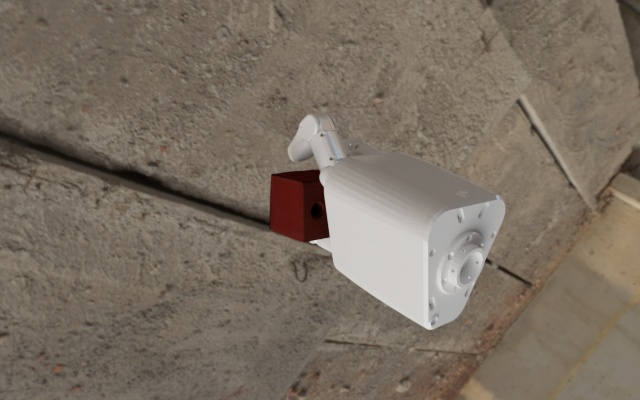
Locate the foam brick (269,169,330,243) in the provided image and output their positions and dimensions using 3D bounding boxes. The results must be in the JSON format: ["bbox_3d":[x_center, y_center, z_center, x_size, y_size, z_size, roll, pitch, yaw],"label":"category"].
[{"bbox_3d":[0.000,0.002,0.429,0.078,0.053,0.051,-9,16,-37],"label":"foam brick"}]
